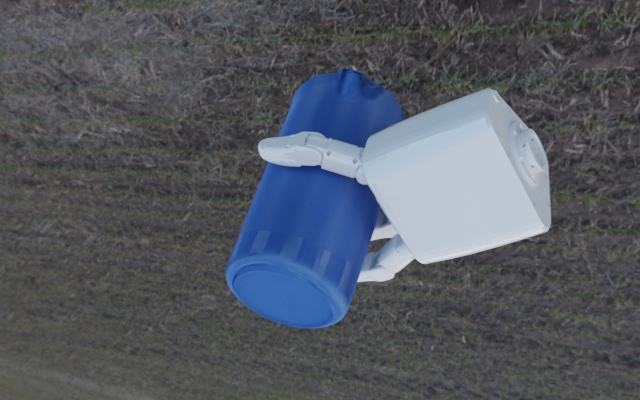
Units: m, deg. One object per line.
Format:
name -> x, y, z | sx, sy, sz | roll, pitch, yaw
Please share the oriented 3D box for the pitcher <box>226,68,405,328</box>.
pitcher -> 0.000, 0.001, 0.478 | 0.145, 0.242, 0.149 | -18, -52, 38
